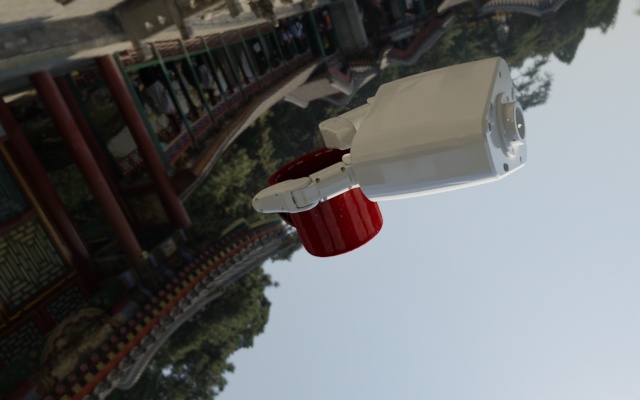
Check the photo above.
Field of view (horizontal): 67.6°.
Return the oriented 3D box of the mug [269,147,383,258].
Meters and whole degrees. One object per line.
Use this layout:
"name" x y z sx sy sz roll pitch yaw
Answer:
"mug" -0.001 0.002 0.459 0.117 0.081 0.093 -9 22 37
